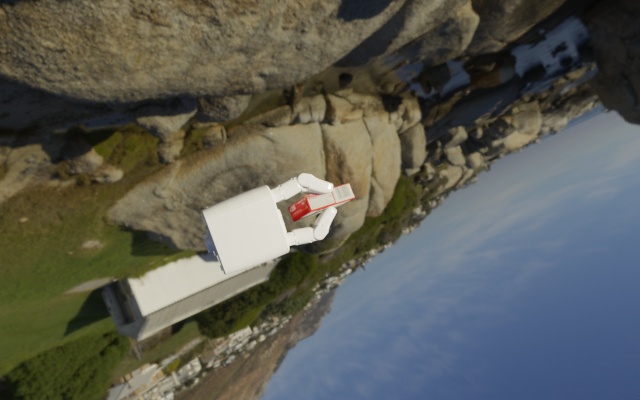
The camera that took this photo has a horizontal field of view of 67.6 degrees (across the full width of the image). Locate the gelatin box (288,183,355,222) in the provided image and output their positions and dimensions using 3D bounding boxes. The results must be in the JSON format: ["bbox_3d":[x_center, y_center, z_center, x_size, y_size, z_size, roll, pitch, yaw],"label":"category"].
[{"bbox_3d":[0.001,0.003,0.789,0.089,0.030,0.073,-17,-6,-28],"label":"gelatin box"}]
